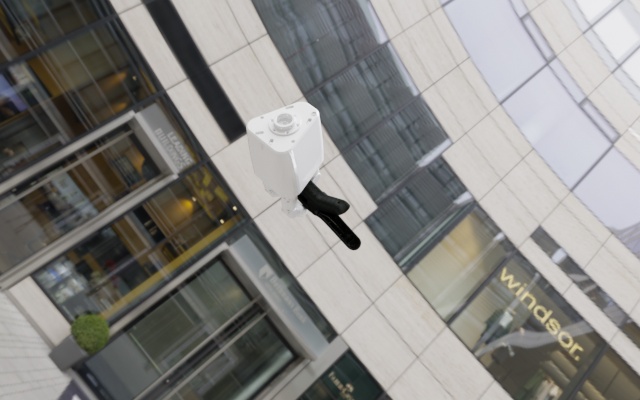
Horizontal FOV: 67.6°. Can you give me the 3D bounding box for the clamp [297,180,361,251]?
[{"bbox_3d":[0.000,0.002,0.787,0.171,0.039,0.120,39,-25,26],"label":"clamp"}]
